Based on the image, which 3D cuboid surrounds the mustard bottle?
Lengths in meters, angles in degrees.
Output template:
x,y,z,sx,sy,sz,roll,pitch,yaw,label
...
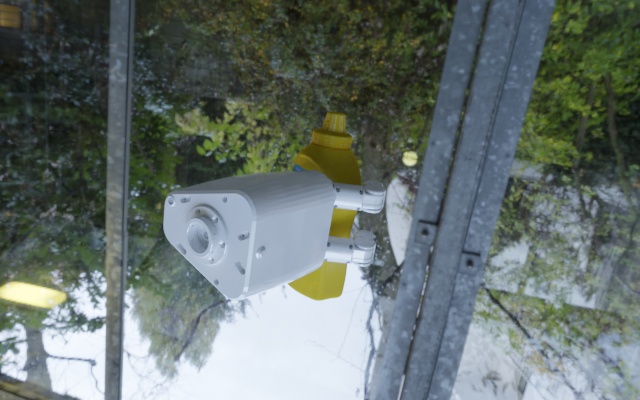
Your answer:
x,y,z,sx,sy,sz,roll,pitch,yaw,label
0.000,0.002,0.509,0.058,0.192,0.096,-2,20,-32,mustard bottle
